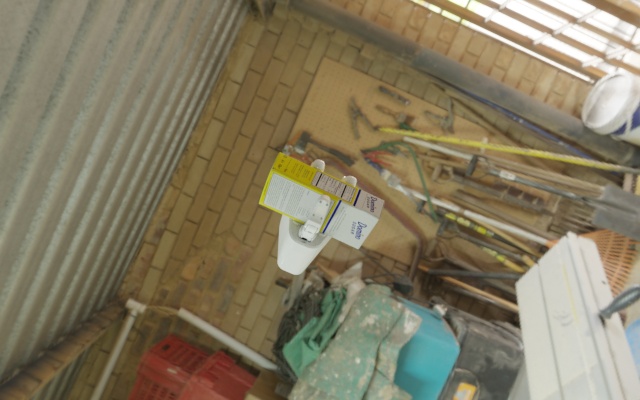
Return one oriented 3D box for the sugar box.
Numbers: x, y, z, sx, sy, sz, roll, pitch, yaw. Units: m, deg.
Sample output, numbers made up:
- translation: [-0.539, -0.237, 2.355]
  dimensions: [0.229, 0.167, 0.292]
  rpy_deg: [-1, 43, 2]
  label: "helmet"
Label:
- translation: [0.000, 0.002, 0.736]
  dimensions: [0.176, 0.048, 0.093]
  rpy_deg: [23, -40, -3]
  label: "sugar box"
